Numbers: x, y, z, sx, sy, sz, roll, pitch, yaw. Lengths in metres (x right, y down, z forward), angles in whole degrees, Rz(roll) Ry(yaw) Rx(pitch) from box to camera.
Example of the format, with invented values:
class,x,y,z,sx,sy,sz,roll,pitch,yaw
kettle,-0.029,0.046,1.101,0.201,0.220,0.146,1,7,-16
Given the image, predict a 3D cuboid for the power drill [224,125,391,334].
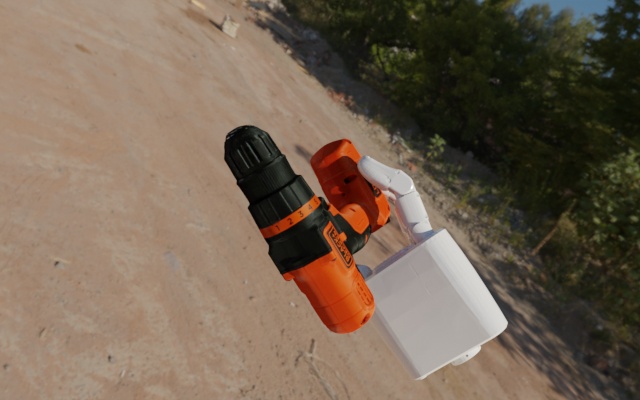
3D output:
class,x,y,z,sx,sy,sz,roll,pitch,yaw
power drill,0.000,0.001,0.437,0.057,0.184,0.187,-25,11,25
